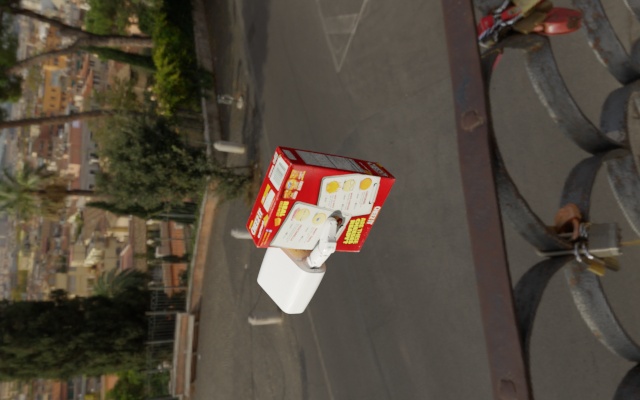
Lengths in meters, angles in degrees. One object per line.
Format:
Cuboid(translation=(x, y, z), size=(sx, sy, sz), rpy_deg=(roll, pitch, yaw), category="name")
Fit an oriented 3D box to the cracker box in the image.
Cuboid(translation=(0.000, 0.003, 0.824), size=(0.214, 0.164, 0.072), rpy_deg=(6, 31, -34), category="cracker box")
